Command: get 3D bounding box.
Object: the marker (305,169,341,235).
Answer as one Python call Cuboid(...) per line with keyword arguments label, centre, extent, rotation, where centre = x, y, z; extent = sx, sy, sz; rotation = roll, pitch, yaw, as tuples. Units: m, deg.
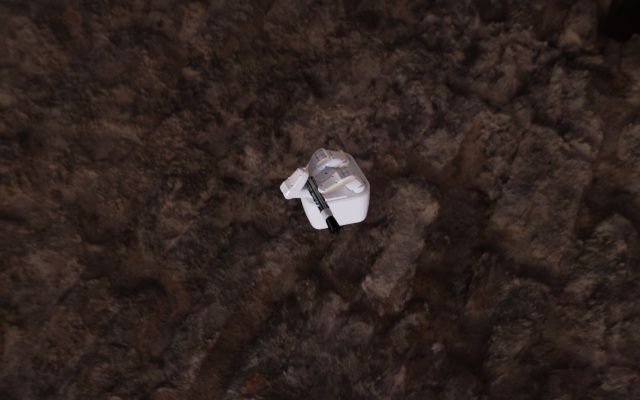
Cuboid(label="marker", centre=(0.000, 0.002, 0.751), extent=(0.020, 0.121, 0.020), rotation=(-22, -27, -12))
